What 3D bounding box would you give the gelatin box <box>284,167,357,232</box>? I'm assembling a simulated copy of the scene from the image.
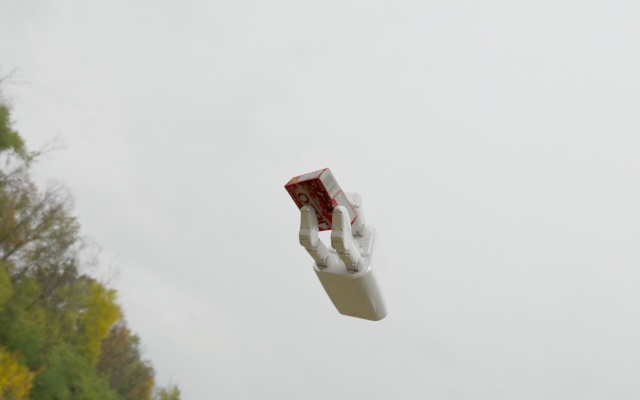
[{"bbox_3d":[0.000,0.002,0.683,0.073,0.089,0.030,-11,28,44],"label":"gelatin box"}]
